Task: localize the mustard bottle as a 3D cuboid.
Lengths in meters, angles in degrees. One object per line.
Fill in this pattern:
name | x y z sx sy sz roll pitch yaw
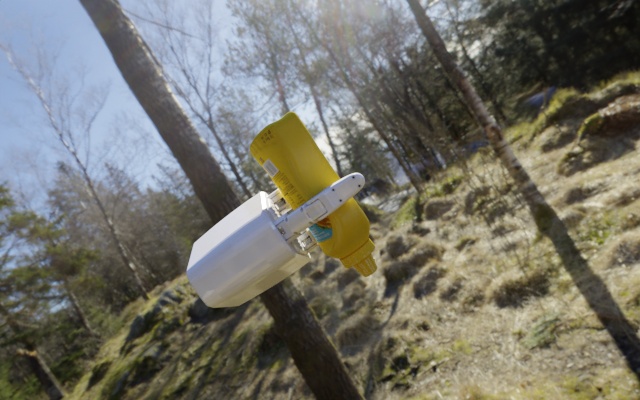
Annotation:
mustard bottle | 0.000 0.001 0.520 0.058 0.191 0.096 -36 2 -22
